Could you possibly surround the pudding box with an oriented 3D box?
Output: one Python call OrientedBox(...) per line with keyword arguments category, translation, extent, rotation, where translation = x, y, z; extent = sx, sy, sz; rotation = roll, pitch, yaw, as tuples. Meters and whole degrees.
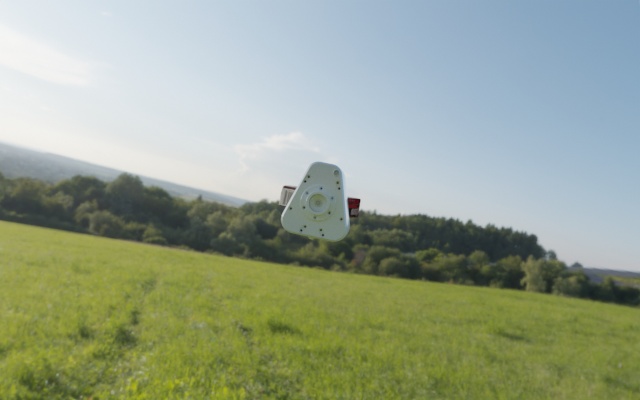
OrientedBox(category="pudding box", translation=(0.000, 0.003, 0.822), extent=(0.113, 0.039, 0.090), rotation=(14, 4, 31))
